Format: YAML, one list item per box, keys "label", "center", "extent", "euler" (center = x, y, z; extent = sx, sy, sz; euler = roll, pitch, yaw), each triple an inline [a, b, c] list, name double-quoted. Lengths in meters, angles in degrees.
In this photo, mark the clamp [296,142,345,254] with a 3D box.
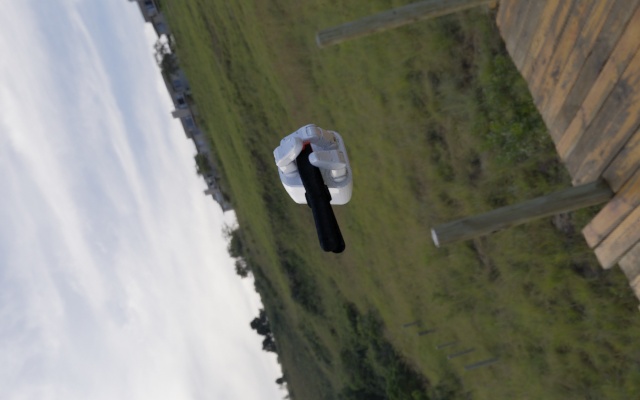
- label: "clamp"
  center: [-0.001, 0.002, 0.698]
  extent: [0.039, 0.171, 0.120]
  euler: [-15, -18, 1]
